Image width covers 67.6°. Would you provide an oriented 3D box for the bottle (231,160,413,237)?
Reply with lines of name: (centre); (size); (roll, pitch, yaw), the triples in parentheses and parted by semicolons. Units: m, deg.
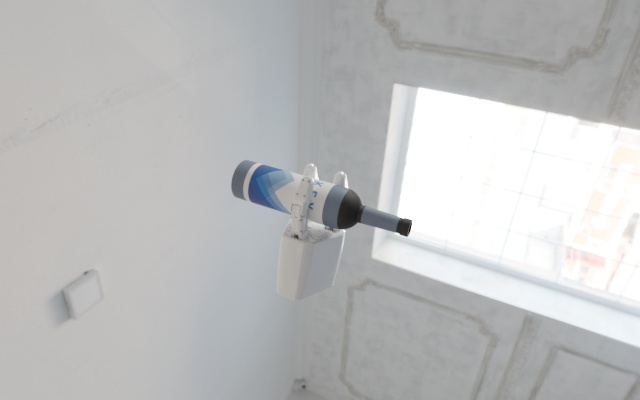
bottle: (0.000, 0.002, 0.755); (0.295, 0.069, 0.069); (16, 6, 20)
